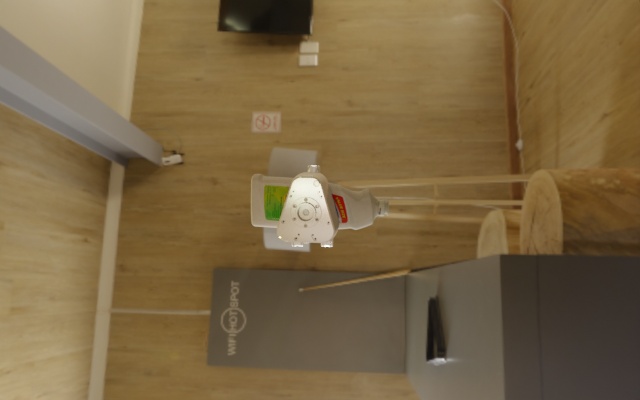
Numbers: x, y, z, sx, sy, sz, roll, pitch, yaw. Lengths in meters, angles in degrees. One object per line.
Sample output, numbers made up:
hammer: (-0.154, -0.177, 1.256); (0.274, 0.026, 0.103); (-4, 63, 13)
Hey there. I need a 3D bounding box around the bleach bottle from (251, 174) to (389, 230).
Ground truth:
bleach bottle: (0.000, 0.003, 0.889); (0.251, 0.102, 0.068); (1, 5, 3)
